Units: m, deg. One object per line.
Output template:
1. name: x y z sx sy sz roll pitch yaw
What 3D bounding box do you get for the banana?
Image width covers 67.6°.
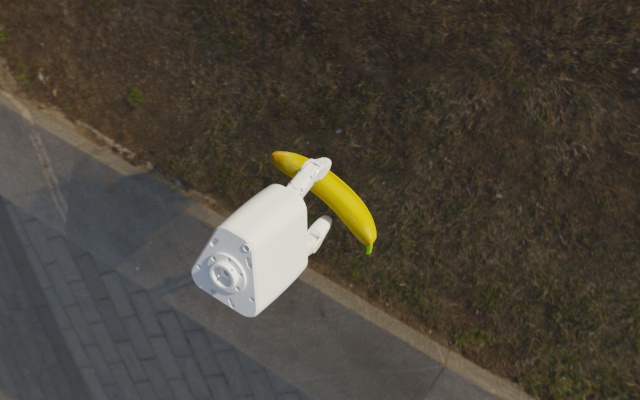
1. banana: 0.012 -0.004 0.648 0.070 0.198 0.037 -41 3 46
